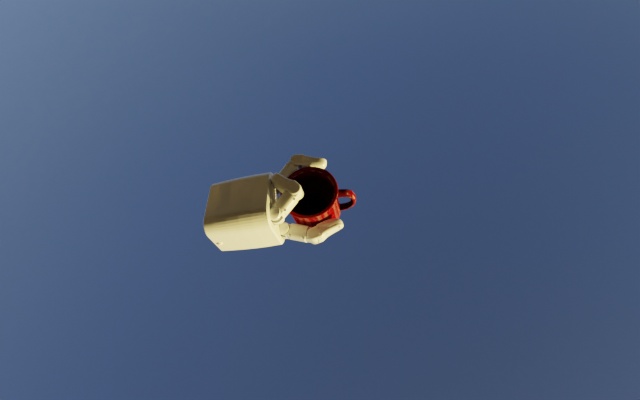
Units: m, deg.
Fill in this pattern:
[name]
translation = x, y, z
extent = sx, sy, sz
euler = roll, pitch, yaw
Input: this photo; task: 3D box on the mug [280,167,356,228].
[mug]
translation = 0.002, 0.002, 0.786
extent = 0.117, 0.093, 0.081
euler = -8, -28, 6
